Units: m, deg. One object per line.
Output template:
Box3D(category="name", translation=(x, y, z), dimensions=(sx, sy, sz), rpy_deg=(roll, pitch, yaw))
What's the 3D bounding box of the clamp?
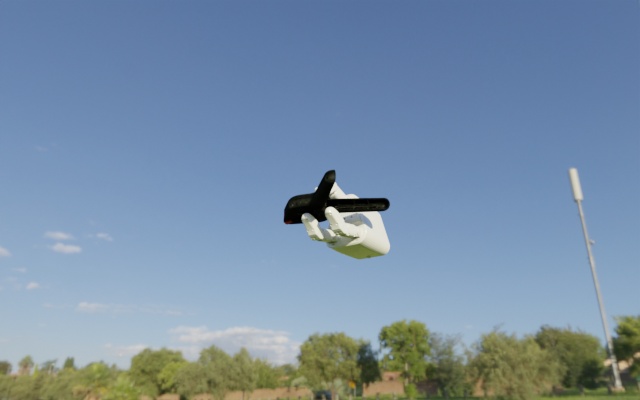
Box3D(category="clamp", translation=(0.000, 0.002, 0.889), dimensions=(0.210, 0.036, 0.165), rpy_deg=(-15, -31, 33))
